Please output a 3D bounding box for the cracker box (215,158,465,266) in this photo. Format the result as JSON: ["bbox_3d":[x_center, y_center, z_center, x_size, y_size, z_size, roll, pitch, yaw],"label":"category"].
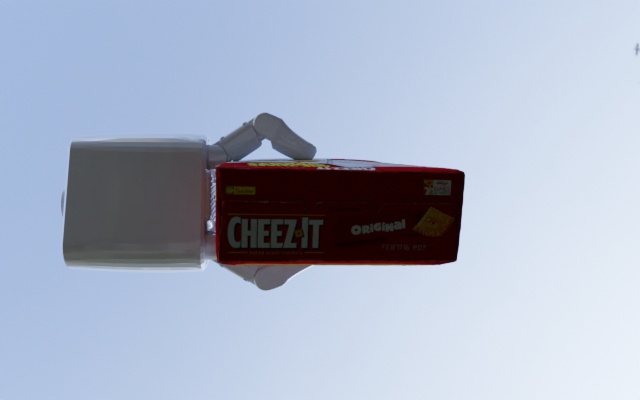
[{"bbox_3d":[0.000,0.001,0.409,0.164,0.072,0.213,0,6,-8],"label":"cracker box"}]
